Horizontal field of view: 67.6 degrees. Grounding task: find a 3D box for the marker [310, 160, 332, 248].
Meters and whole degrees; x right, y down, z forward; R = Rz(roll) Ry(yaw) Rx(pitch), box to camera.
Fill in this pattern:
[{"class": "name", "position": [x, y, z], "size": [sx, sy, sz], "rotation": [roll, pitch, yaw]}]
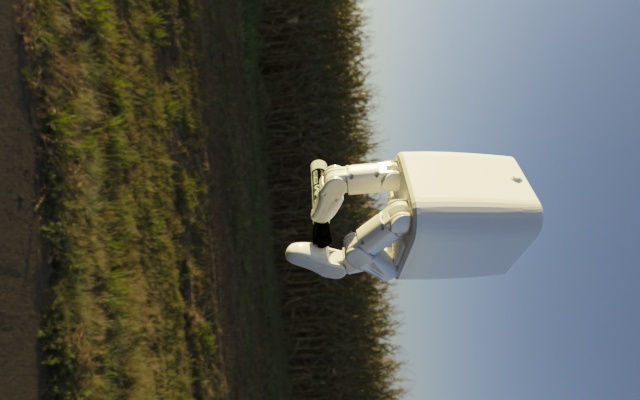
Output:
[{"class": "marker", "position": [0.000, 0.002, 0.488], "size": [0.020, 0.020, 0.121], "rotation": [0, 41, -3]}]
